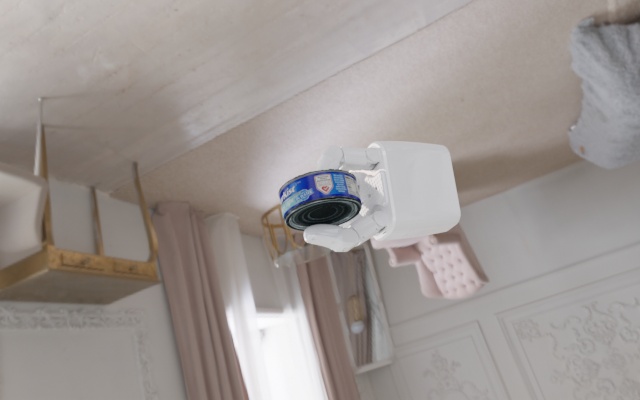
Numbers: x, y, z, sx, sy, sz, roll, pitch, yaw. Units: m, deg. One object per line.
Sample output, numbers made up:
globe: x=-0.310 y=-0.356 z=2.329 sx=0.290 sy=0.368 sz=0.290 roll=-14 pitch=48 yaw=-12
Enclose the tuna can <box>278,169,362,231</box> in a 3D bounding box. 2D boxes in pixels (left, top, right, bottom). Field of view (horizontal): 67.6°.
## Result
tuna can: x=0.000 y=0.002 z=0.507 sx=0.086 sy=0.033 sz=0.086 roll=-10 pitch=-23 yaw=-4
